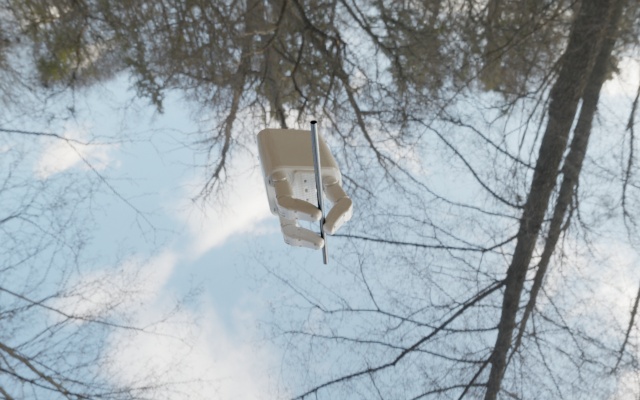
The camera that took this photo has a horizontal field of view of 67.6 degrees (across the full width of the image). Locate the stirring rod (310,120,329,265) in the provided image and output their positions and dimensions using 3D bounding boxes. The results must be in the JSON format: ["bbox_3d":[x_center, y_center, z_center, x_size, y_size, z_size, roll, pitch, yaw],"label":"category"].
[{"bbox_3d":[0.000,0.002,0.600,0.011,0.240,0.011,-3,44,2],"label":"stirring rod"}]
